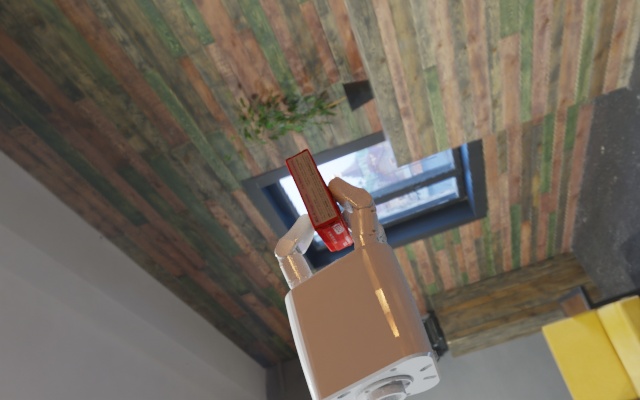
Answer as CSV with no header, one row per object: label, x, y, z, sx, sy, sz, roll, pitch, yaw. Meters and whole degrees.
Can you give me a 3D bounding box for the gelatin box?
gelatin box,0.000,0.002,0.498,0.030,0.089,0.073,-26,-27,2
